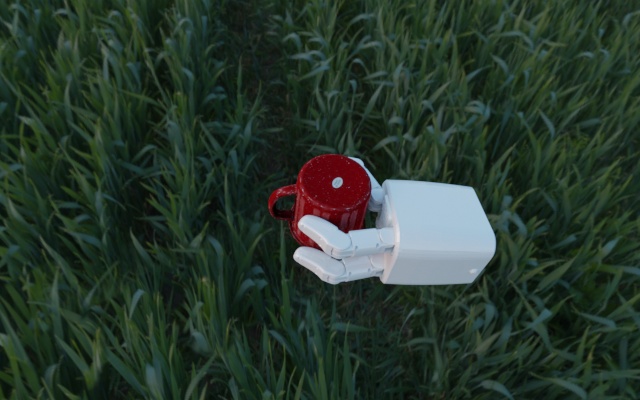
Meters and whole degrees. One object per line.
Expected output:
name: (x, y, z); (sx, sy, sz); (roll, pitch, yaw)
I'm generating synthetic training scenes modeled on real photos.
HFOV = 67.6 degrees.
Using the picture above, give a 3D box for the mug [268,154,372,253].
mug: (-0.001, 0.002, 0.540); (0.117, 0.093, 0.082); (1, -36, -6)
